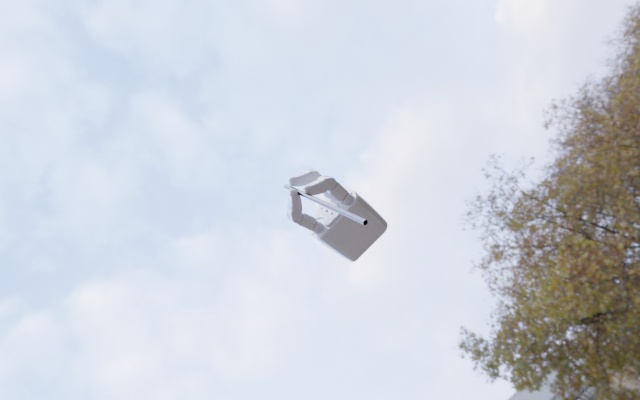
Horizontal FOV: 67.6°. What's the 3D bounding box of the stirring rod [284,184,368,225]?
[{"bbox_3d":[0.000,0.003,0.765,0.011,0.011,0.239,0,14,-32],"label":"stirring rod"}]
